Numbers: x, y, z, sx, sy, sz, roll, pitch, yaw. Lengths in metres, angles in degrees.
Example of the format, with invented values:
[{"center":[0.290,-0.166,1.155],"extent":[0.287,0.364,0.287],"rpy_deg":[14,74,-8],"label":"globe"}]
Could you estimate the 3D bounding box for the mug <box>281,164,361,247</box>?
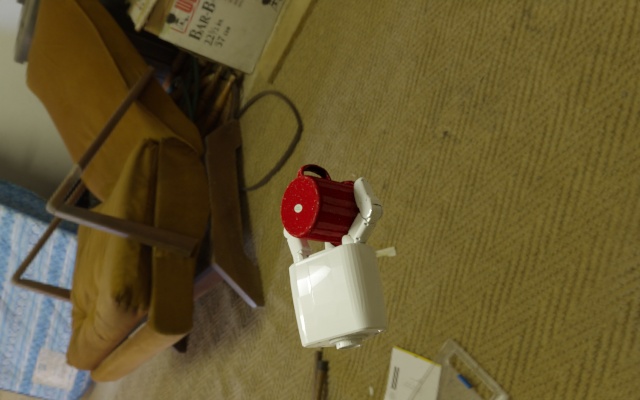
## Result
[{"center":[0.000,0.001,0.629],"extent":[0.081,0.117,0.093],"rpy_deg":[11,-34,-39],"label":"mug"}]
